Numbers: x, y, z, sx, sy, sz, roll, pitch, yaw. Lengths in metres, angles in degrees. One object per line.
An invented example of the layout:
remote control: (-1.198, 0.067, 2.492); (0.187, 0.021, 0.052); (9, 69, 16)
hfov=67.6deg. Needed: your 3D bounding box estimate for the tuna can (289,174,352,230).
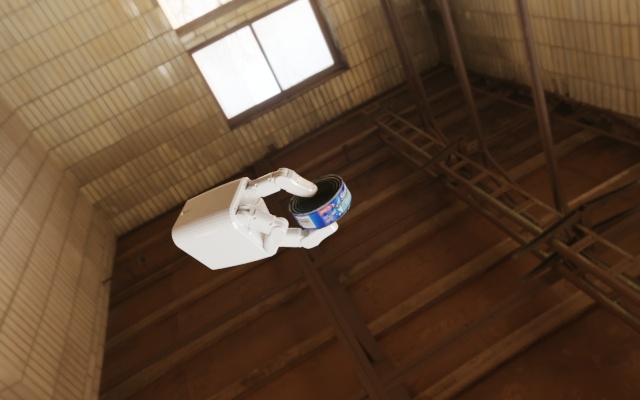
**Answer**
tuna can: (0.000, 0.003, 0.673); (0.086, 0.034, 0.086); (-25, 28, 15)
